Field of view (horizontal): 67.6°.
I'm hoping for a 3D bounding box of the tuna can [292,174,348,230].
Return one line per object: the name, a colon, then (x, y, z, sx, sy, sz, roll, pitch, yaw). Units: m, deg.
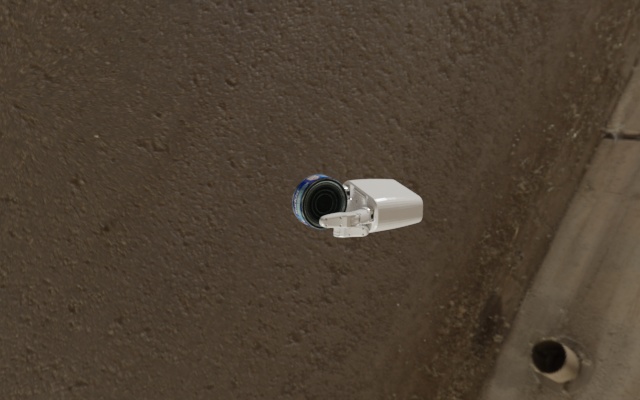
tuna can: (0.000, 0.003, 0.761, 0.086, 0.086, 0.033, 0, 11, -28)
